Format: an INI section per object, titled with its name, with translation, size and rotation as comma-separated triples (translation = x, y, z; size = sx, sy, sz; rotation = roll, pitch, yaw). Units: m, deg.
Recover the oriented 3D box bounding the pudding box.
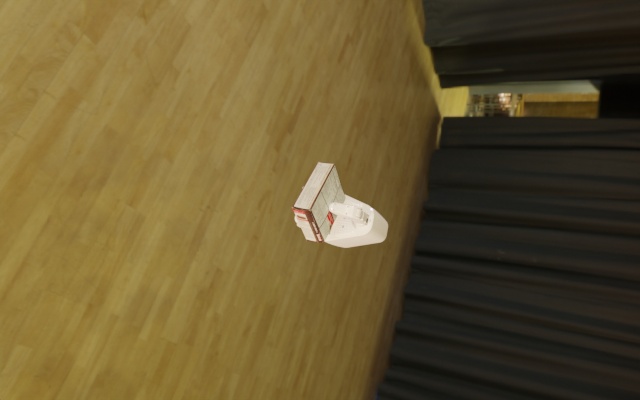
[pudding box]
translation = 0.000, 0.003, 0.827
size = 0.039, 0.113, 0.090
rotation = 6, -40, 26
